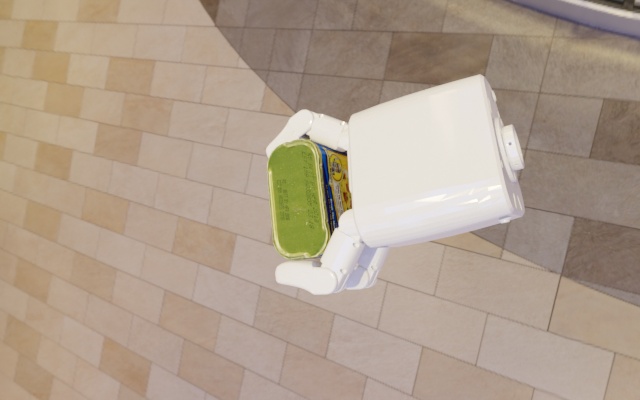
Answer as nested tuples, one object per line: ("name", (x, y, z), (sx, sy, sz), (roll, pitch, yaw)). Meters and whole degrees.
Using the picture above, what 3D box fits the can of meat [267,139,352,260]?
("can of meat", (0.000, 0.001, 0.416), (0.057, 0.102, 0.084), (-11, -9, 28))
